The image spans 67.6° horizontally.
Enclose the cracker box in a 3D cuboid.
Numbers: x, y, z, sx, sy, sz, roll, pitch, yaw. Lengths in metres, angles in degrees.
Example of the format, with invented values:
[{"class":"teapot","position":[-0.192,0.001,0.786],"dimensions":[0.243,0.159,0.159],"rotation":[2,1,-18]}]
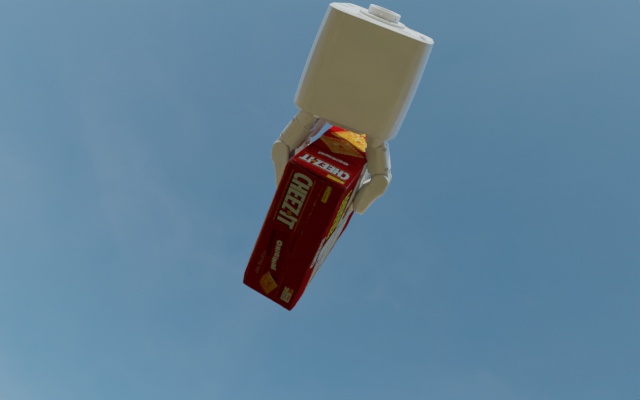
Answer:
[{"class":"cracker box","position":[0.000,0.002,0.574],"dimensions":[0.072,0.164,0.213],"rotation":[27,27,8]}]
